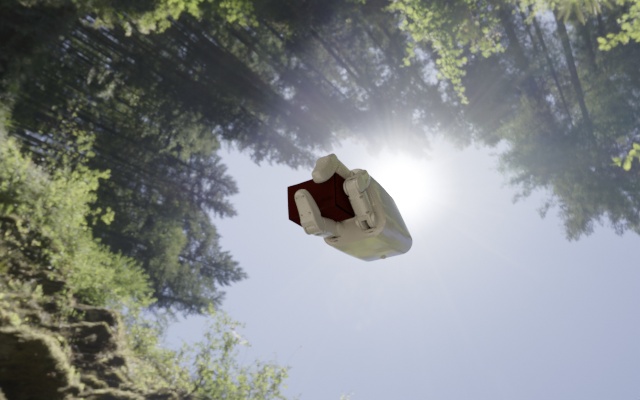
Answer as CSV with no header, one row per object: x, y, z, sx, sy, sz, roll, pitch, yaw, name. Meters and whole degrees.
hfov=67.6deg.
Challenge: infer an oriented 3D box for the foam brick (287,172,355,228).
0.000,0.002,0.656,0.078,0.053,0.051,-17,-29,28,foam brick
